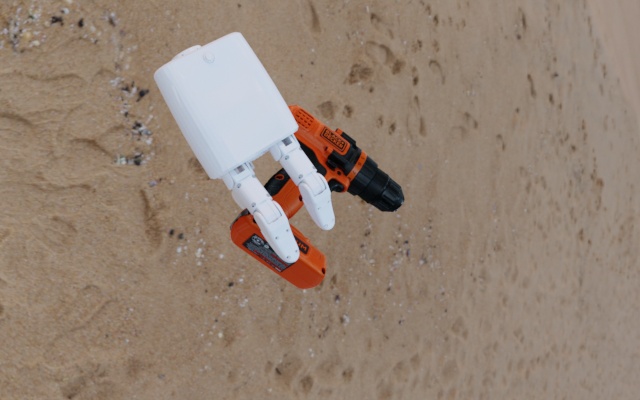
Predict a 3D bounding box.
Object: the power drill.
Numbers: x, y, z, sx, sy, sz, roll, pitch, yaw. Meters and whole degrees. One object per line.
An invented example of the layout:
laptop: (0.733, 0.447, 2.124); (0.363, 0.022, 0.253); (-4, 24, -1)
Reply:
power drill: (0.000, 0.002, 0.533); (0.184, 0.187, 0.057); (35, -39, -10)
